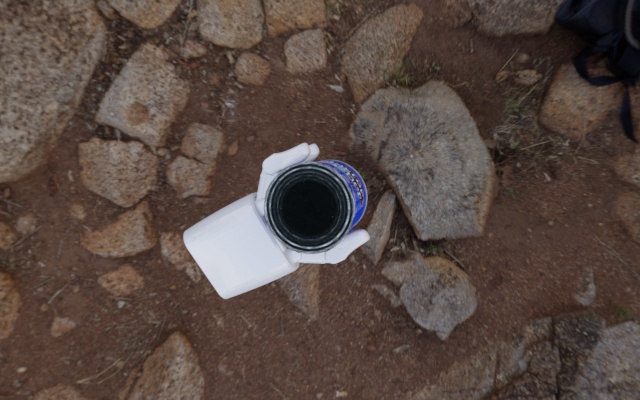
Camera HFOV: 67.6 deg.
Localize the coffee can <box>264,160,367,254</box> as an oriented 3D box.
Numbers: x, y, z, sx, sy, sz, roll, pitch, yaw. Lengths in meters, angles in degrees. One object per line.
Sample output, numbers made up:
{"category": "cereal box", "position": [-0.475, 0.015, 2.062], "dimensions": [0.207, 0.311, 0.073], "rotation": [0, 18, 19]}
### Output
{"category": "coffee can", "position": [0.000, 0.002, 0.587], "dimensions": [0.103, 0.103, 0.140], "rotation": [0, 5, 11]}
